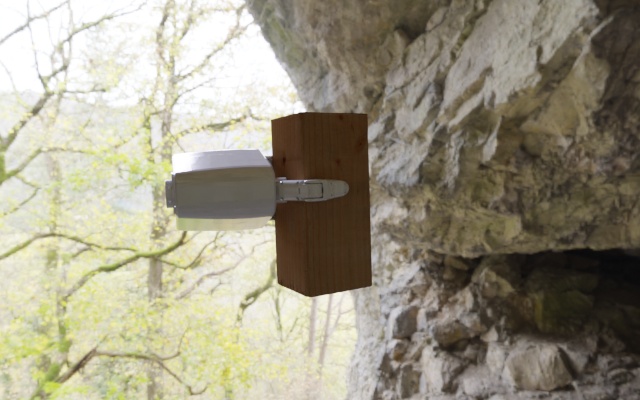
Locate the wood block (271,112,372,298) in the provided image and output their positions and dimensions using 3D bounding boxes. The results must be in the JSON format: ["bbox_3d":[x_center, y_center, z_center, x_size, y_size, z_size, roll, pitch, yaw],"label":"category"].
[{"bbox_3d":[0.000,0.002,0.581,0.090,0.206,0.091,-4,5,-29],"label":"wood block"}]
